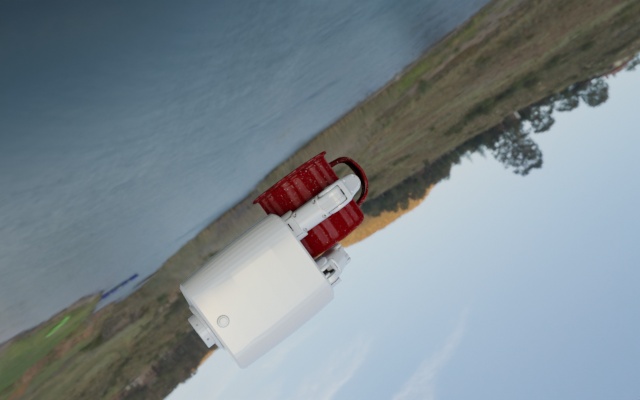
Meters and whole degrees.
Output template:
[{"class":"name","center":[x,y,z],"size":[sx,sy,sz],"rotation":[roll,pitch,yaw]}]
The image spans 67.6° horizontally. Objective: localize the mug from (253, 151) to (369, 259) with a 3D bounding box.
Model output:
[{"class":"mug","center":[0.001,0.001,0.499],"size":[0.117,0.081,0.093],"rotation":[-36,2,-19]}]
